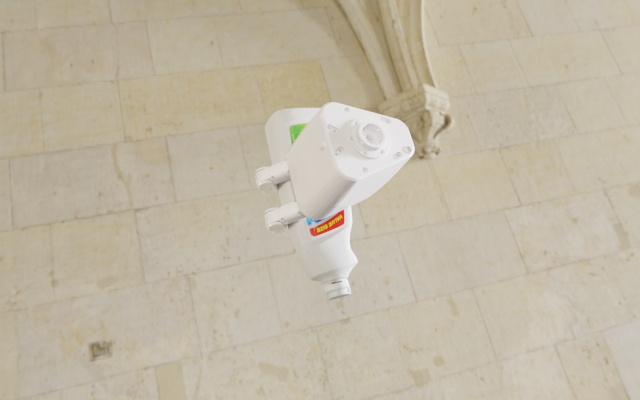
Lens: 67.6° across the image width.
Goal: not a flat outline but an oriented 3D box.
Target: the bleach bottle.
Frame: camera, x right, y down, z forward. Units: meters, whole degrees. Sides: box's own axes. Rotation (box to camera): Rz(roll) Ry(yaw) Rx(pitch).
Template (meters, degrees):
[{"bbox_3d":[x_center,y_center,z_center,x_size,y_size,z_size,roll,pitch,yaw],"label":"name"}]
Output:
[{"bbox_3d":[0.000,0.002,0.626,0.102,0.250,0.068,-6,-20,-26],"label":"bleach bottle"}]
